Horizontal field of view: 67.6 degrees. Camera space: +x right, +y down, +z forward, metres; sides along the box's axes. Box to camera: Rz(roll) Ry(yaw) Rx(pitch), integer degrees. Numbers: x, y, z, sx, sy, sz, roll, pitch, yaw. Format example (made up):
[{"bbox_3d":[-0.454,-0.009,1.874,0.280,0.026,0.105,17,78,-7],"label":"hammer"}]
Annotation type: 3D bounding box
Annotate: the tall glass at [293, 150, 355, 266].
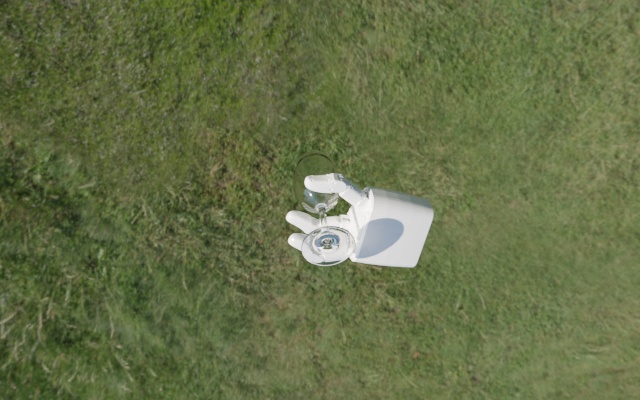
[{"bbox_3d":[0.000,0.003,0.729,0.079,0.079,0.200,0,38,-8],"label":"tall glass"}]
